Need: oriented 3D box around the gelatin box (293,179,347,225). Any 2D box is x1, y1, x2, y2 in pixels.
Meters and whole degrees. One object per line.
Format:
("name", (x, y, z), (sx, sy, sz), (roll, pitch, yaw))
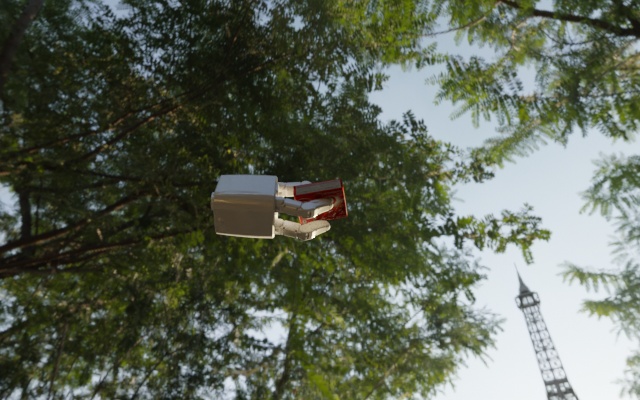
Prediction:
("gelatin box", (0.000, 0.002, 0.862), (0.089, 0.073, 0.030), (-10, 42, 2))
